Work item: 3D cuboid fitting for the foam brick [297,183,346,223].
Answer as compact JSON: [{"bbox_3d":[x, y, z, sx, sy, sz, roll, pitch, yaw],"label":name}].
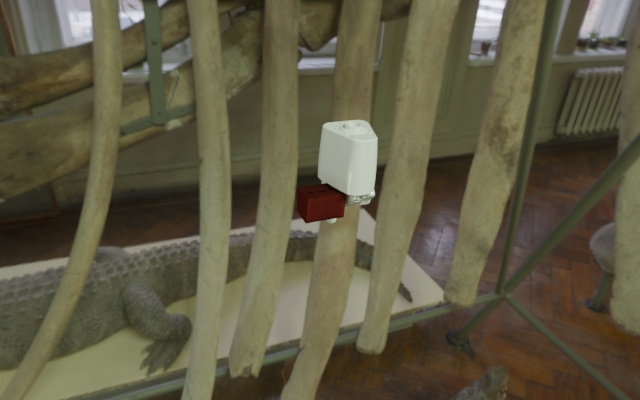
[{"bbox_3d":[0.000,0.003,0.884,0.078,0.051,0.053,-9,31,-22],"label":"foam brick"}]
